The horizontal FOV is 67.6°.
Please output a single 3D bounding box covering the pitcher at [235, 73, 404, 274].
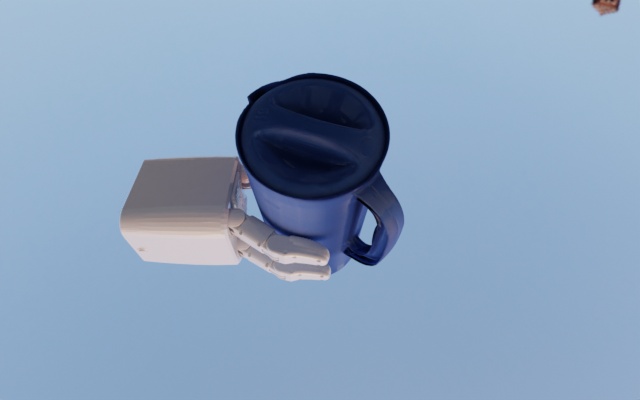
[{"bbox_3d":[0.000,0.002,0.505,0.145,0.149,0.243,0,-28,0],"label":"pitcher"}]
